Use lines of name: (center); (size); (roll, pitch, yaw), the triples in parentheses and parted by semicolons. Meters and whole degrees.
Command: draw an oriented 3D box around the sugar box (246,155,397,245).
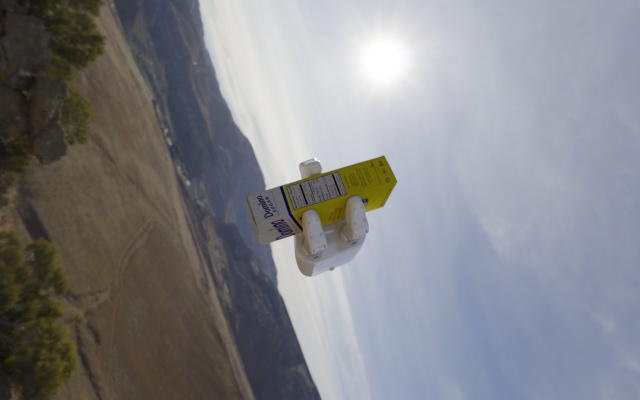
sugar box: (0.000, 0.002, 0.596); (0.176, 0.048, 0.093); (-20, -19, -10)
